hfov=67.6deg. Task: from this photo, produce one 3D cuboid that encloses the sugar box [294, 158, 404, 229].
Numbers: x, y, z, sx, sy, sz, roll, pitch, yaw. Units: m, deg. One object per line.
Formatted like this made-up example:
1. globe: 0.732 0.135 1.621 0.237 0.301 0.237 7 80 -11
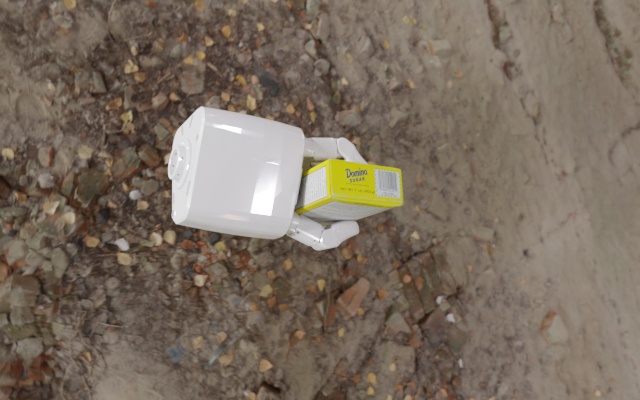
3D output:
1. sugar box: 0.000 0.001 0.535 0.093 0.048 0.176 6 -14 -33
